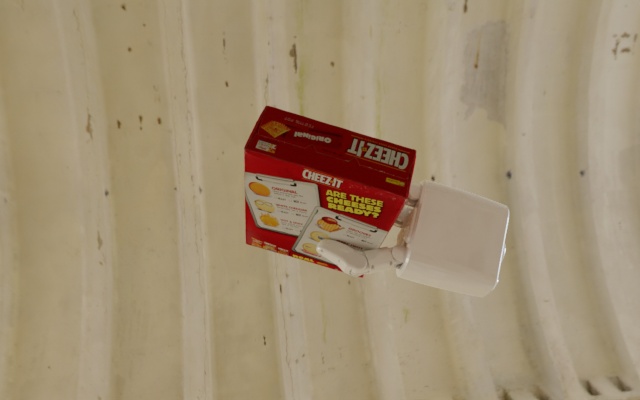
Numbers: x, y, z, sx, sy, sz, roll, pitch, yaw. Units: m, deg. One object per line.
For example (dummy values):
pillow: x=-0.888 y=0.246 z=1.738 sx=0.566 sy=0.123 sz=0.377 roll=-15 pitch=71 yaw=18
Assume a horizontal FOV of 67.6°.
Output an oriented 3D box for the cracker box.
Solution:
cracker box: x=0.000 y=0.002 z=0.554 sx=0.164 sy=0.072 sz=0.214 roll=16 pitch=-31 yaw=1
